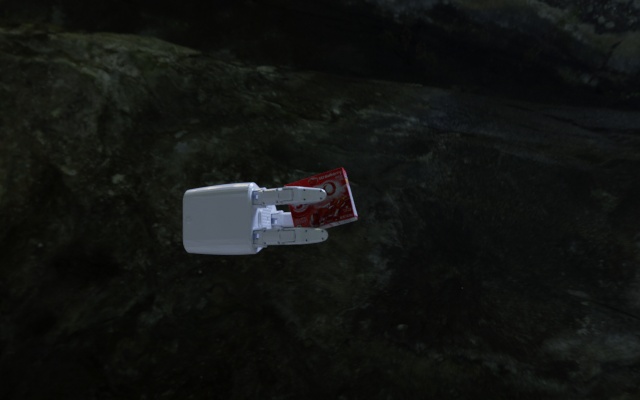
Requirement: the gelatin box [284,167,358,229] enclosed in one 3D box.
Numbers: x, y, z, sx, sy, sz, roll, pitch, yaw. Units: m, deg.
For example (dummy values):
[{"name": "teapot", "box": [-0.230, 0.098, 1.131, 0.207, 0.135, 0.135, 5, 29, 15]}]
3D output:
[{"name": "gelatin box", "box": [0.001, 0.002, 0.670, 0.089, 0.073, 0.030, -16, -13, 10]}]
